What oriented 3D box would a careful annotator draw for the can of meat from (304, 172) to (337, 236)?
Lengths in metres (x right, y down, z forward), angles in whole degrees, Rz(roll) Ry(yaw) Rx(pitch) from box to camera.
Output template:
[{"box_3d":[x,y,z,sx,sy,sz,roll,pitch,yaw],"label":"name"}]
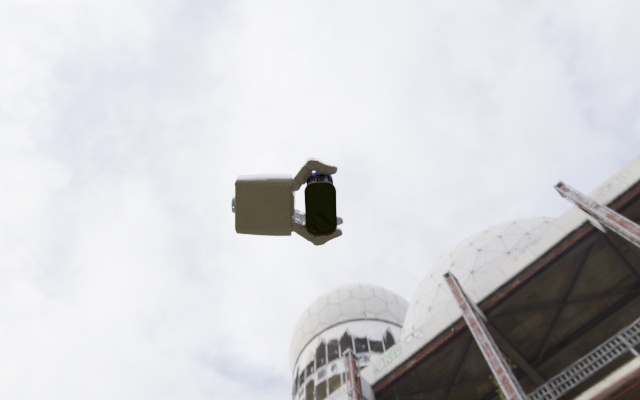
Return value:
[{"box_3d":[0.000,0.003,0.887,0.057,0.102,0.084,-2,19,0],"label":"can of meat"}]
